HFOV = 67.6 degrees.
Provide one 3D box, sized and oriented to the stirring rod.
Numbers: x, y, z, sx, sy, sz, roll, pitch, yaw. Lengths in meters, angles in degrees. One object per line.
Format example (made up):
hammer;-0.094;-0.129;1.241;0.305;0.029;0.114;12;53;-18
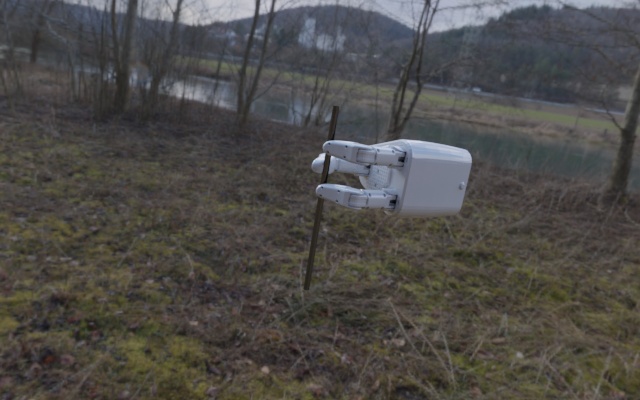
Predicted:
stirring rod;0.000;0.002;0.602;0.011;0.239;0.011;9;14;-2
